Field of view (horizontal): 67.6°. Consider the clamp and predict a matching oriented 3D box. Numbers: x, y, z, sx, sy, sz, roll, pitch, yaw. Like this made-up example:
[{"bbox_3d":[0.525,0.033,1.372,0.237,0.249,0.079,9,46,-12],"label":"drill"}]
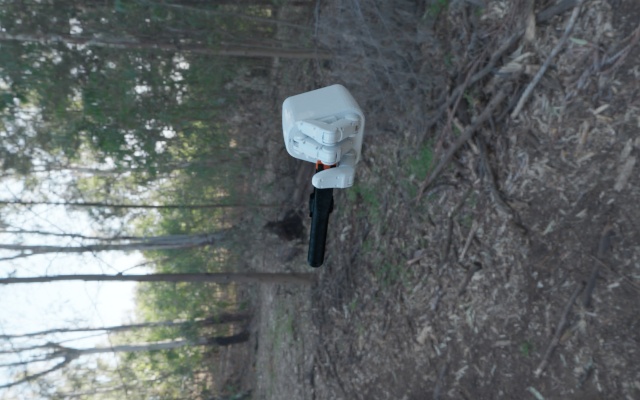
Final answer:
[{"bbox_3d":[0.000,0.002,0.722,0.039,0.172,0.120,4,33,-10],"label":"clamp"}]
